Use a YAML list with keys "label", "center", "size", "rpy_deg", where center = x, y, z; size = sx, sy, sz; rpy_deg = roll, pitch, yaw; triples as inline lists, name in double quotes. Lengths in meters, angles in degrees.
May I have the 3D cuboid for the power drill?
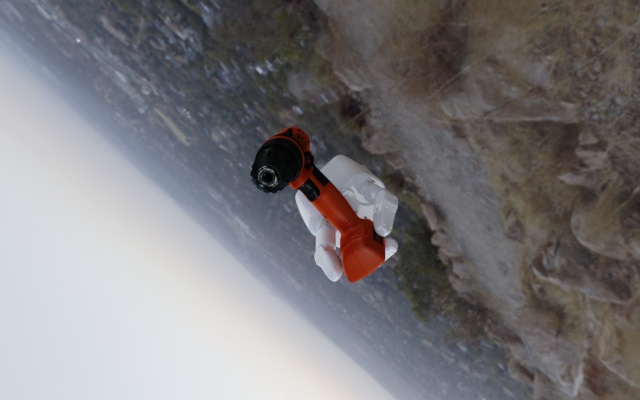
- label: "power drill"
  center: [0.000, 0.002, 0.551]
  size: [0.057, 0.188, 0.184]
  rpy_deg: [-35, 12, 16]
